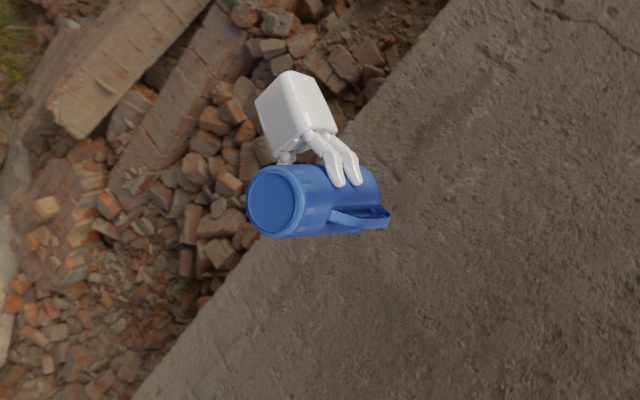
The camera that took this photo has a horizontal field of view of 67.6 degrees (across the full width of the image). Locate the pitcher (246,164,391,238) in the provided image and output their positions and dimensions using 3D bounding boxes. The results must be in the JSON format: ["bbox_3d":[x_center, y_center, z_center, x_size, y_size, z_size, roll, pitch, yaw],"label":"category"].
[{"bbox_3d":[0.000,0.002,0.786,0.149,0.145,0.243,-24,-11,30],"label":"pitcher"}]
